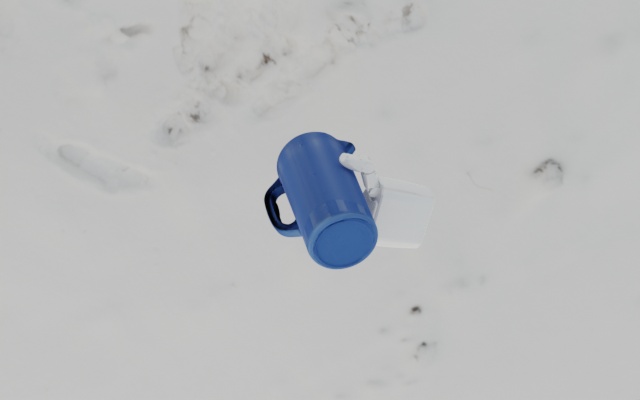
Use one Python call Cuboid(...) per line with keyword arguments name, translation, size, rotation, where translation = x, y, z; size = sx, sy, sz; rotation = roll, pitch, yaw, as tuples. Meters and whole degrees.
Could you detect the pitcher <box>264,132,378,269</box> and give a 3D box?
Cuboid(name="pitcher", translation=(0.000, 0.003, 0.789), size=(0.145, 0.149, 0.242), rotation=(9, 31, -20))
